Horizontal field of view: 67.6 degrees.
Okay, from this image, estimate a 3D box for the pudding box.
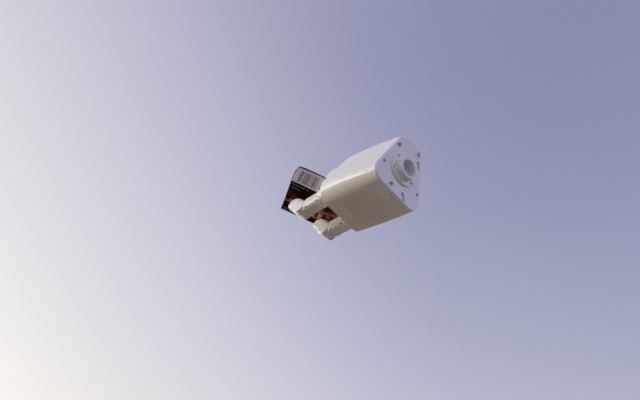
[{"bbox_3d":[0.000,0.002,0.764,0.113,0.039,0.090,26,-34,0],"label":"pudding box"}]
